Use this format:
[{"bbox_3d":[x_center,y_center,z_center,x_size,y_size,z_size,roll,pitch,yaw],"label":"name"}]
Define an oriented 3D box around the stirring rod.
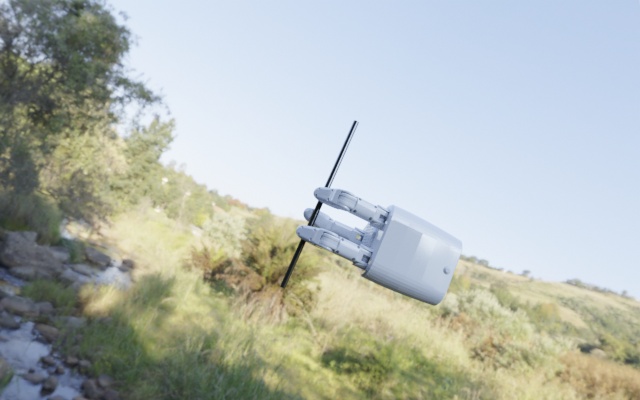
[{"bbox_3d":[0.000,0.002,0.624,0.011,0.239,0.011,23,-9,4],"label":"stirring rod"}]
